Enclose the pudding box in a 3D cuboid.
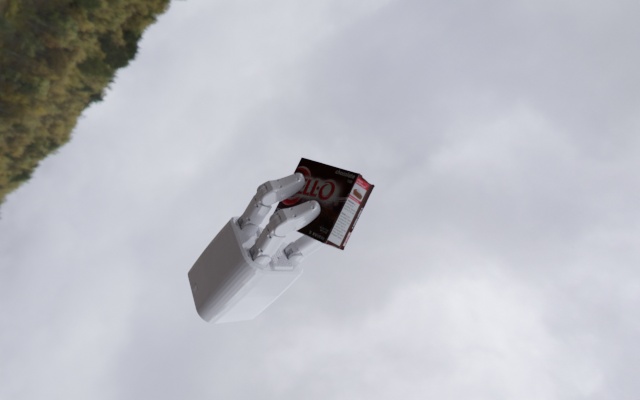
[{"bbox_3d":[0.000,0.002,0.583,0.113,0.090,0.039,21,-7,46],"label":"pudding box"}]
